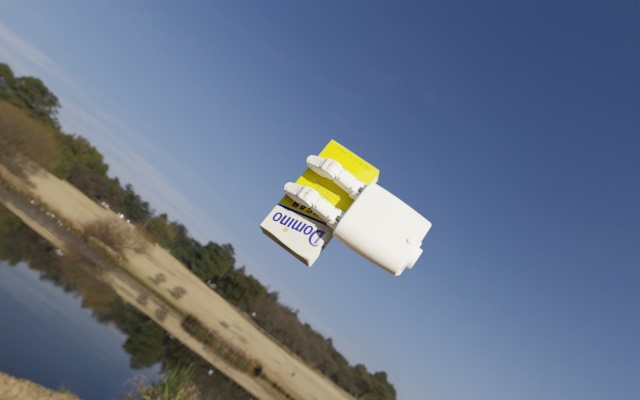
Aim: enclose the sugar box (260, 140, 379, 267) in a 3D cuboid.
[{"bbox_3d":[0.000,0.002,0.720,0.093,0.176,0.048,34,-18,14],"label":"sugar box"}]
